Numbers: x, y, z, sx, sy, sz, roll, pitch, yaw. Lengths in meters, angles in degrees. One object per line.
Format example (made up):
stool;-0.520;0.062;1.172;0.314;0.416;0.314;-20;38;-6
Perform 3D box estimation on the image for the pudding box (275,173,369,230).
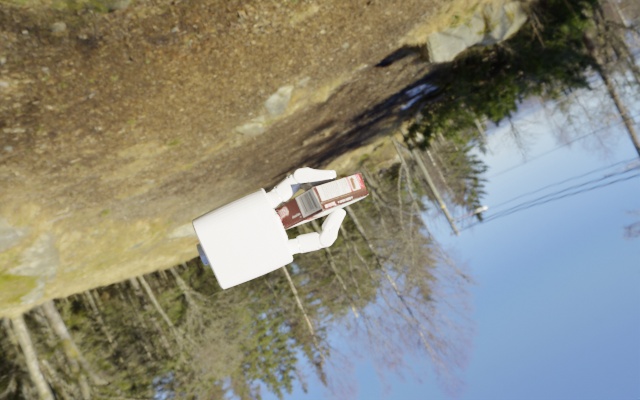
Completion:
pudding box;0.000;0.002;0.689;0.090;0.039;0.113;-20;-3;-37
